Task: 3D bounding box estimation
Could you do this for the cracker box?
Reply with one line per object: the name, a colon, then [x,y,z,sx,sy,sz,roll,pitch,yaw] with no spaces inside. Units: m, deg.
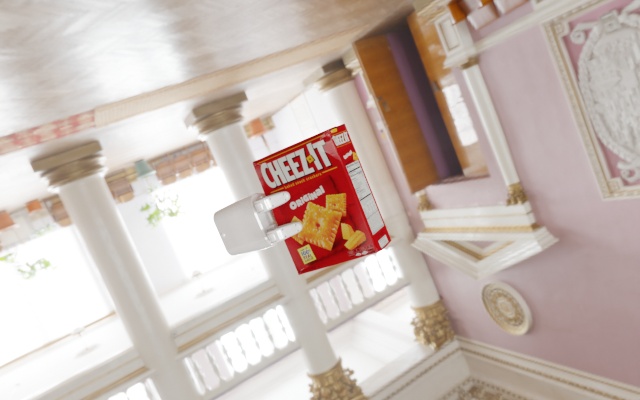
cracker box: [0.000,0.003,0.803,0.164,0.214,0.072,-19,6,30]
